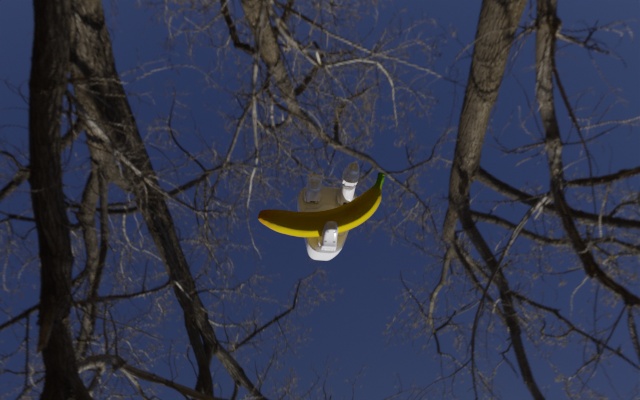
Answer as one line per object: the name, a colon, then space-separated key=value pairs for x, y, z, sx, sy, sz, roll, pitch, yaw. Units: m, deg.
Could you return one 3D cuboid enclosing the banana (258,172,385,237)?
banana: x=0.009 y=0.019 z=0.713 sx=0.198 sy=0.069 sz=0.037 roll=-19 pitch=5 yaw=-5
